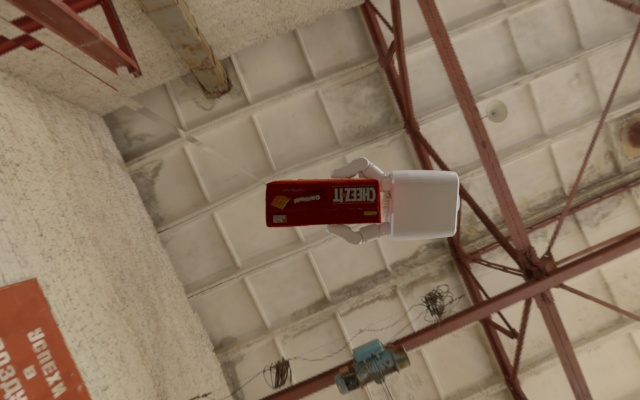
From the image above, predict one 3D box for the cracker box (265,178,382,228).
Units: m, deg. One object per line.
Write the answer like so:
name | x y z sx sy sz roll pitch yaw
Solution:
cracker box | 0.000 0.003 0.771 0.164 0.072 0.213 -2 0 -3
